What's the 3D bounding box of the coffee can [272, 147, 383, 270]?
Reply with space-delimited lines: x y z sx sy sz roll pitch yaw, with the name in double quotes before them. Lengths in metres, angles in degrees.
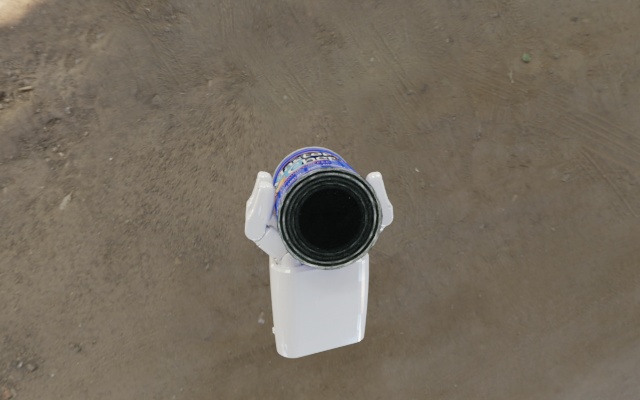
"coffee can" 0.000 0.001 0.520 0.103 0.103 0.140 0 14 -8
